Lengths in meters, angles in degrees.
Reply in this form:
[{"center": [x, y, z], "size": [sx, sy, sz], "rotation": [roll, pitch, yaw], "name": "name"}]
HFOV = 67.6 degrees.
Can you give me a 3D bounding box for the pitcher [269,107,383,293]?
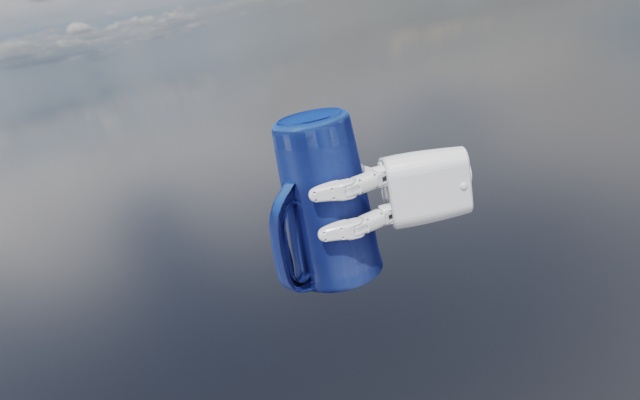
[{"center": [0.000, 0.002, 0.672], "size": [0.145, 0.243, 0.149], "rotation": [-10, 20, 4], "name": "pitcher"}]
